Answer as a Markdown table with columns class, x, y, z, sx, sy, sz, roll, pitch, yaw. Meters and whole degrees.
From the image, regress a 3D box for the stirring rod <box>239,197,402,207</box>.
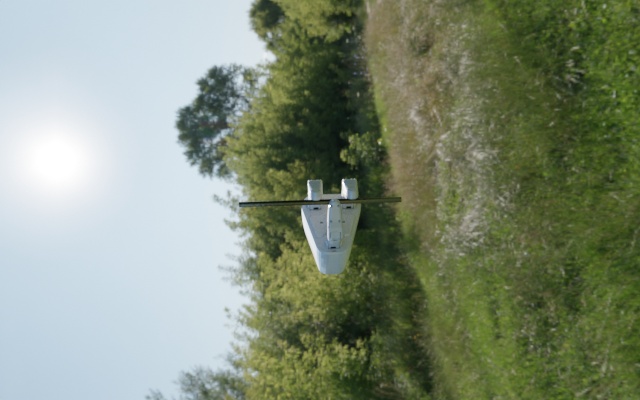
| class | x | y | z | sx | sy | sz | roll | pitch | yaw |
| --- | --- | --- | --- | --- | --- | --- | --- | --- | --- |
| stirring rod | 0.000 | 0.002 | 0.710 | 0.239 | 0.011 | 0.011 | -2 | 0 | -2 |
